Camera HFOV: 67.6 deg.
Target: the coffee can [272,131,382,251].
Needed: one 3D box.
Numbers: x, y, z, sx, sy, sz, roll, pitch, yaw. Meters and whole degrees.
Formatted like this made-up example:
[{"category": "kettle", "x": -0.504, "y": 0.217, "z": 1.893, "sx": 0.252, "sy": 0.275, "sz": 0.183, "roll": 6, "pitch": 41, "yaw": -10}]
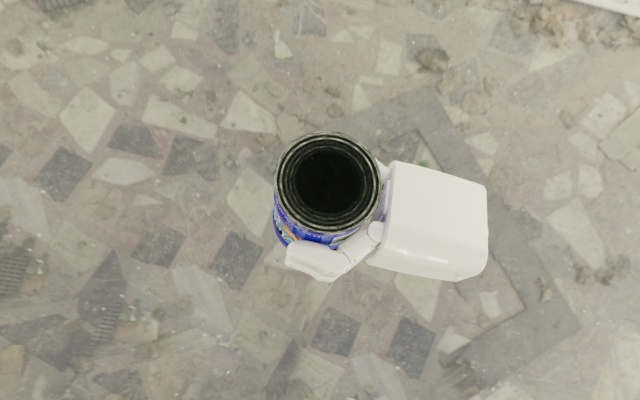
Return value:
[{"category": "coffee can", "x": 0.000, "y": 0.002, "z": 0.510, "sx": 0.103, "sy": 0.102, "sz": 0.140, "roll": 0, "pitch": -16, "yaw": -6}]
